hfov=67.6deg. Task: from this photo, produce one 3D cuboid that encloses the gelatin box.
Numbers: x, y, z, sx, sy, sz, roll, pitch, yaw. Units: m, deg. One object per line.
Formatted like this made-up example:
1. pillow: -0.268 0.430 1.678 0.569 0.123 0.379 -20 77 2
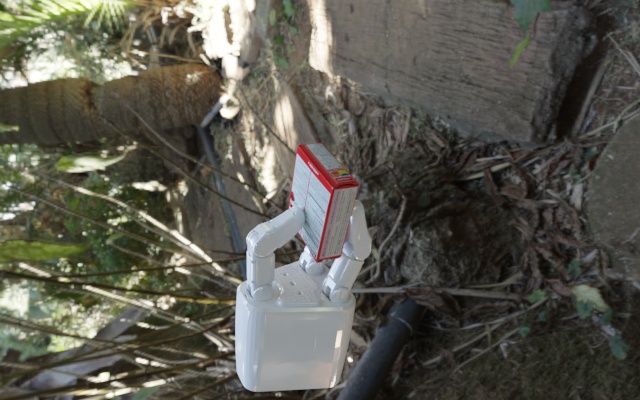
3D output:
1. gelatin box: 0.000 0.001 0.450 0.030 0.089 0.073 -10 40 -26
